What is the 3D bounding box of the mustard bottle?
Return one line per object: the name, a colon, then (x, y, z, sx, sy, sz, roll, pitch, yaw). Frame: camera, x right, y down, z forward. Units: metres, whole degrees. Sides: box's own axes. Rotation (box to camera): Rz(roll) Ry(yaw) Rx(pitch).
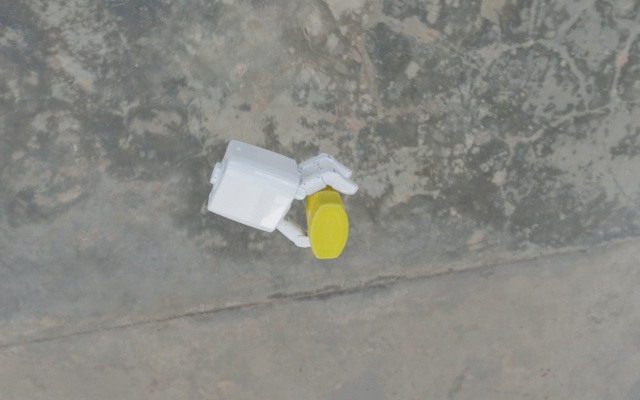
mustard bottle: (0.000, 0.003, 0.762, 0.058, 0.096, 0.191, -3, 28, -7)
